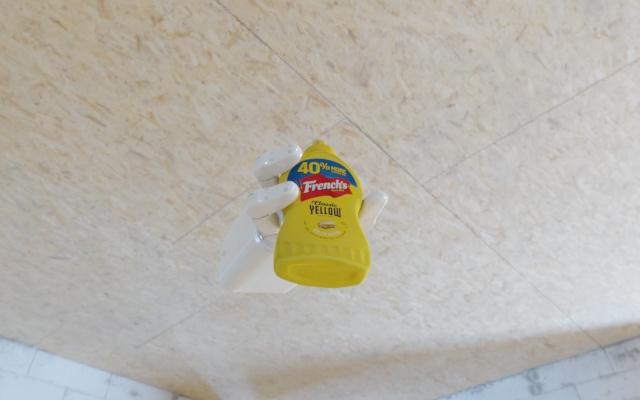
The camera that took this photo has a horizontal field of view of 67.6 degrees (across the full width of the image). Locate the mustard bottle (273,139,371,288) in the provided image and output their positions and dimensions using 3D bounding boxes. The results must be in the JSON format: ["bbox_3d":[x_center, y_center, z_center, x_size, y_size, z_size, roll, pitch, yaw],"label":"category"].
[{"bbox_3d":[0.000,0.002,0.530,0.096,0.191,0.058,6,-43,-8],"label":"mustard bottle"}]
